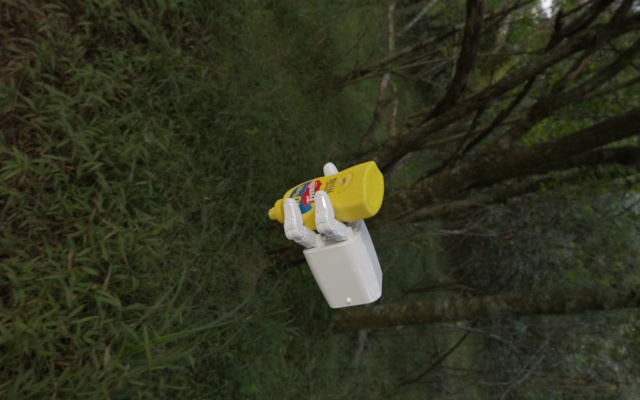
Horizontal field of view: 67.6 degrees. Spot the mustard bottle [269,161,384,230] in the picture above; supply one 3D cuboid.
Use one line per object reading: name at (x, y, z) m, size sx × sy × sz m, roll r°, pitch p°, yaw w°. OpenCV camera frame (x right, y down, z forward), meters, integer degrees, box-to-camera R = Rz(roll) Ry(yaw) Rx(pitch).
mustard bottle at (0.000, 0.002, 0.741) m, size 0.191 × 0.096 × 0.058 m, roll -15°, pitch -52°, yaw 30°
